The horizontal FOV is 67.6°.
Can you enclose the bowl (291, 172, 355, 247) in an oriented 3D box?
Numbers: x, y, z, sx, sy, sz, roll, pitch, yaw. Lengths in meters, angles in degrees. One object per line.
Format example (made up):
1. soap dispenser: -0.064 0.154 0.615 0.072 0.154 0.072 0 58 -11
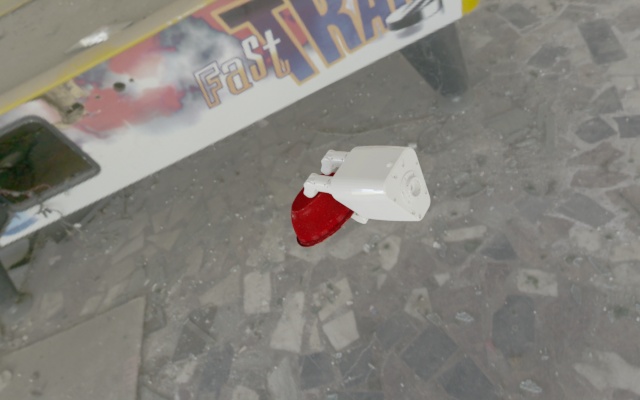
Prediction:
1. bowl: -0.001 0.003 0.840 0.055 0.162 0.162 44 -19 -20
